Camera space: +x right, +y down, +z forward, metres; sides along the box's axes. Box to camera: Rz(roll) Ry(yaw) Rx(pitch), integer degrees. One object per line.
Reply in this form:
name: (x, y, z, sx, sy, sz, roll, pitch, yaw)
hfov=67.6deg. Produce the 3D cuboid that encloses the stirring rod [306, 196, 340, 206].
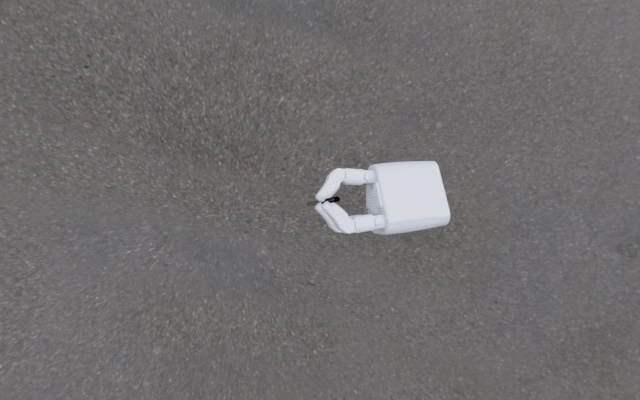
stirring rod: (0.000, 0.002, 0.783, 0.011, 0.011, 0.239, 0, -2, -11)
